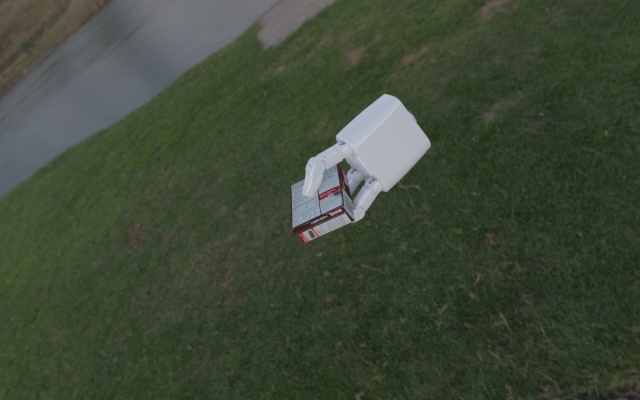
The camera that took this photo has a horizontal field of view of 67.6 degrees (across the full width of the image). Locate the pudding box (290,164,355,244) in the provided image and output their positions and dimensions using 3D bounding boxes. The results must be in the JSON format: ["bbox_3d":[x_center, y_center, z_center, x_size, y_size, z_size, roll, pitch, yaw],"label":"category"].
[{"bbox_3d":[0.000,0.002,0.737,0.090,0.039,0.113,-26,35,16],"label":"pudding box"}]
